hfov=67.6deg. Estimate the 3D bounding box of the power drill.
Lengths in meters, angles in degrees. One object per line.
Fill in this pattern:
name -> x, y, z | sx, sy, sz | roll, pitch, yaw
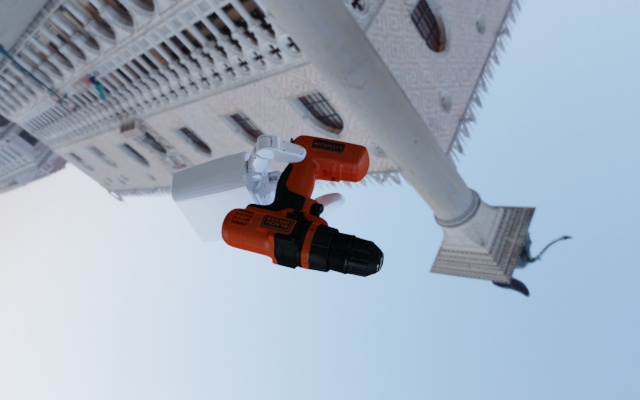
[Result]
power drill -> 0.000, 0.002, 0.569 | 0.184, 0.057, 0.187 | 13, 44, 13
